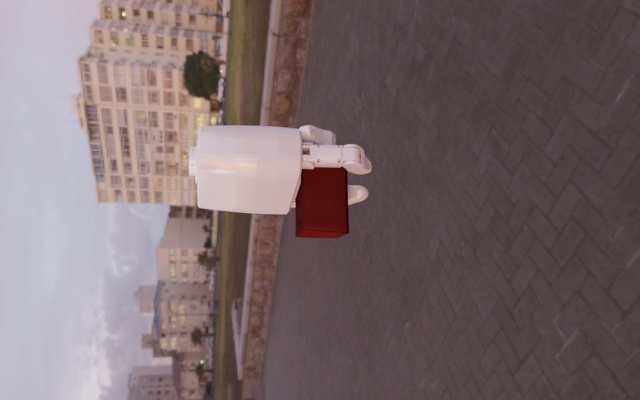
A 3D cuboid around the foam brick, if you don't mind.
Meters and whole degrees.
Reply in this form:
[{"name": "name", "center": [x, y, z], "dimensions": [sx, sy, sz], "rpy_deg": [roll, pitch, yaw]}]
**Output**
[{"name": "foam brick", "center": [0.000, 0.002, 0.537], "dimensions": [0.051, 0.078, 0.053], "rpy_deg": [2, -14, -13]}]
